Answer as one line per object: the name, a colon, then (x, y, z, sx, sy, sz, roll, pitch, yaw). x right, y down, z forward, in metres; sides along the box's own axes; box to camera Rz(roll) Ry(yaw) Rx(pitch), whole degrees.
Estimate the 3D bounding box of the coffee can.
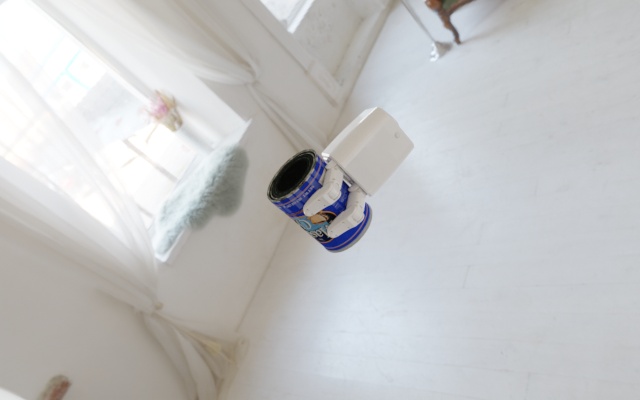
coffee can: (0.000, 0.003, 0.757, 0.140, 0.102, 0.103, 43, -24, -28)
